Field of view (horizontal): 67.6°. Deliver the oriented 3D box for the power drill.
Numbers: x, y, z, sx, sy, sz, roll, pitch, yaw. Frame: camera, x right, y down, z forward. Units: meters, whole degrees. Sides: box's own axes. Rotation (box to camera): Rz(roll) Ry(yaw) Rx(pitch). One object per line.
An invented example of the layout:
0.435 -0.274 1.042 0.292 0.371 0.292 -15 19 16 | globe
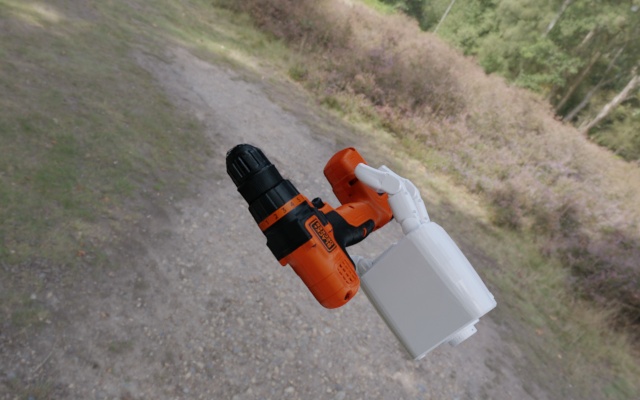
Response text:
0.000 0.002 0.518 0.057 0.184 0.187 -34 1 35 | power drill
